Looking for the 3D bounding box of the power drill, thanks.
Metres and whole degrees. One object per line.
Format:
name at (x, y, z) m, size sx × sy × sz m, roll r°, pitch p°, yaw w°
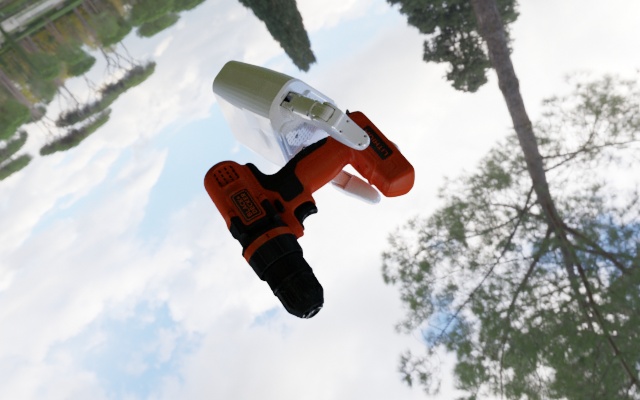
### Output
power drill at (0.000, 0.001, 0.478) m, size 0.187 × 0.184 × 0.057 m, roll -30°, pitch -24°, yaw -18°
